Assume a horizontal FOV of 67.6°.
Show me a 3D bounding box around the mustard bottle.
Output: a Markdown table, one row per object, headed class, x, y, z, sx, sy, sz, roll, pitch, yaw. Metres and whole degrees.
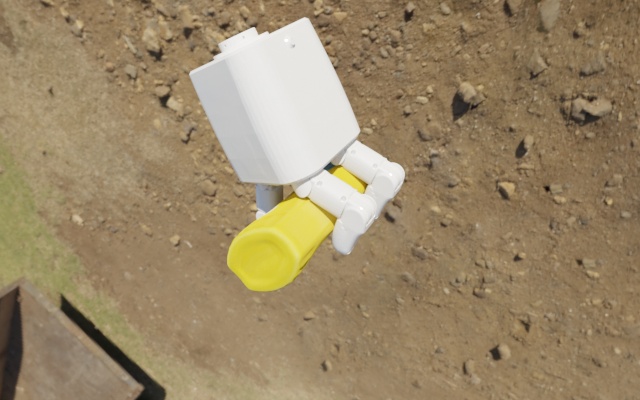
| class | x | y | z | sx | sy | sz | roll | pitch | yaw |
| --- | --- | --- | --- | --- | --- | --- | --- | --- | --- |
| mustard bottle | 0.000 | 0.002 | 0.448 | 0.191 | 0.058 | 0.096 | -45 | 3 | -43 |
